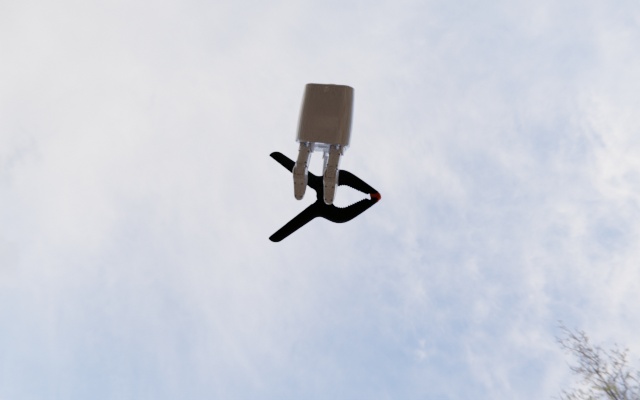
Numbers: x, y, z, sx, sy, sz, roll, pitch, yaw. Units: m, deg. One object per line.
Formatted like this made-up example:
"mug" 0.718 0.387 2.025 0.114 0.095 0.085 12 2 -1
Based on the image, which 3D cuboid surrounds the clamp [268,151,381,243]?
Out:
"clamp" 0.001 0.003 0.847 0.210 0.164 0.036 7 0 13
